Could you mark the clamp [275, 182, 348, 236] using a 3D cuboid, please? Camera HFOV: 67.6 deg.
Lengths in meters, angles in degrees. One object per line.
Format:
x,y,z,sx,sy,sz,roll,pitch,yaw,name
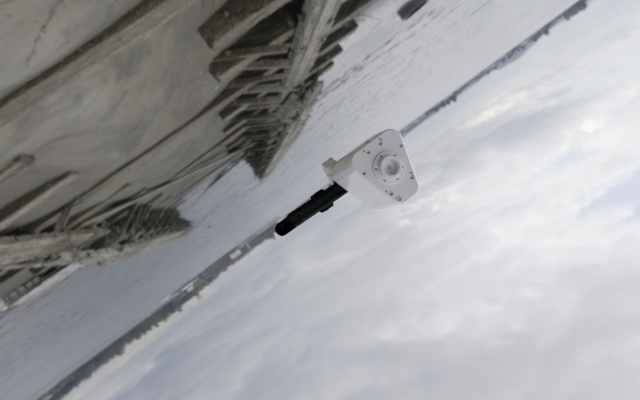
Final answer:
0.001,0.003,0.799,0.171,0.039,0.120,-37,5,-12,clamp
